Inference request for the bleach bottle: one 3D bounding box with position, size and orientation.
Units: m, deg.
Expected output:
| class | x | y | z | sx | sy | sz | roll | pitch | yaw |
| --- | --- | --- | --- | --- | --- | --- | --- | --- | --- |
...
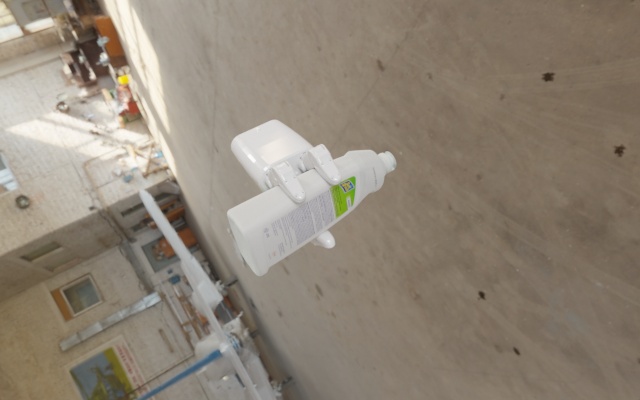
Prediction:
| class | x | y | z | sx | sy | sz | roll | pitch | yaw |
| --- | --- | --- | --- | --- | --- | --- | --- | --- | --- |
| bleach bottle | 0.000 | 0.002 | 0.672 | 0.251 | 0.103 | 0.068 | -28 | 45 | -19 |
